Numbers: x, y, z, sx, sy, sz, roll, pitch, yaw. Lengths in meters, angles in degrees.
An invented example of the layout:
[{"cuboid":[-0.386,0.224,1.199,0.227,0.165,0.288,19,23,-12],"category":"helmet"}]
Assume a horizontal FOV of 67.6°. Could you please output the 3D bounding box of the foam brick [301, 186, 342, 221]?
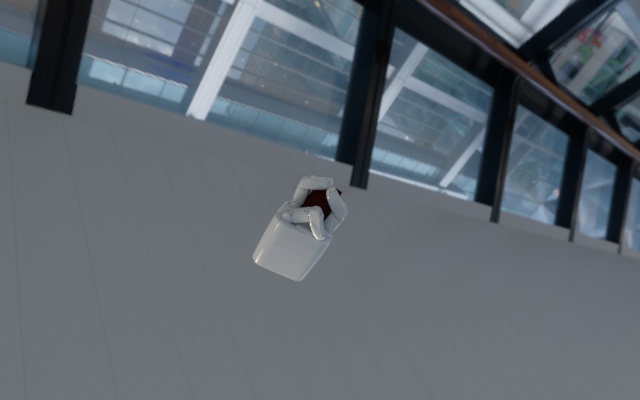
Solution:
[{"cuboid":[0.000,0.003,0.898,0.053,0.051,0.078,33,24,0],"category":"foam brick"}]
